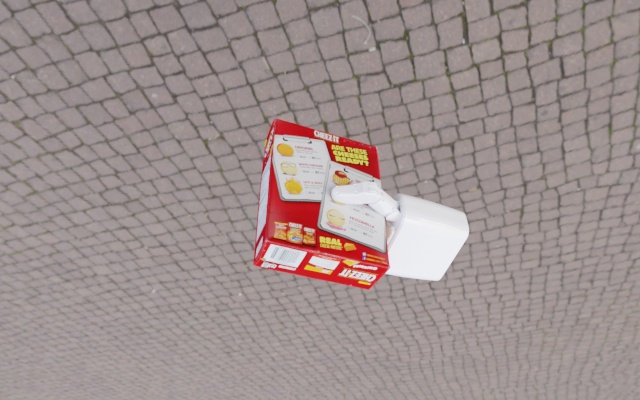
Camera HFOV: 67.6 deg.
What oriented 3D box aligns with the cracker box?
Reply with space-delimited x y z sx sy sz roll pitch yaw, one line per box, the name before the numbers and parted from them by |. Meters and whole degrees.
cracker box | 0.000 0.002 0.653 0.164 0.213 0.072 14 -42 -17
